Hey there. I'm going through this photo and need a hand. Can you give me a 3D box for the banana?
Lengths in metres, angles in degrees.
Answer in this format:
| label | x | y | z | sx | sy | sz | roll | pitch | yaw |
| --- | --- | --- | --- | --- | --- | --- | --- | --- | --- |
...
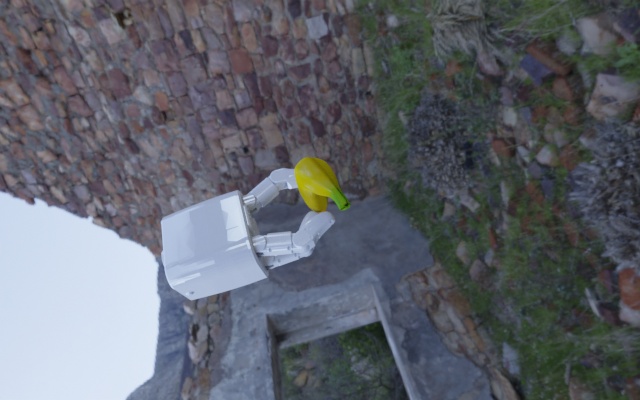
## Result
| label | x | y | z | sx | sy | sz | roll | pitch | yaw |
| --- | --- | --- | --- | --- | --- | --- | --- | --- | --- |
| banana | -0.006 | -0.016 | 0.561 | 0.037 | 0.069 | 0.198 | -22 | 0 | -5 |
